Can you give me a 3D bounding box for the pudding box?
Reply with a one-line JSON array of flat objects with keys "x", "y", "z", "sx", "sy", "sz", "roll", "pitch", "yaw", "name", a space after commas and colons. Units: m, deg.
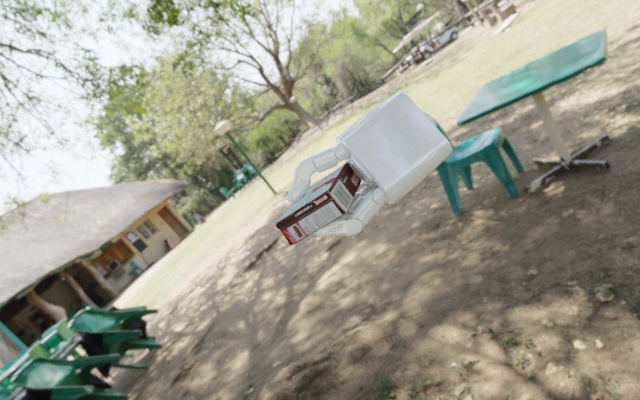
[{"x": 0.000, "y": 0.002, "z": 0.623, "sx": 0.090, "sy": 0.039, "sz": 0.113, "roll": -33, "pitch": 9, "yaw": 25, "name": "pudding box"}]
